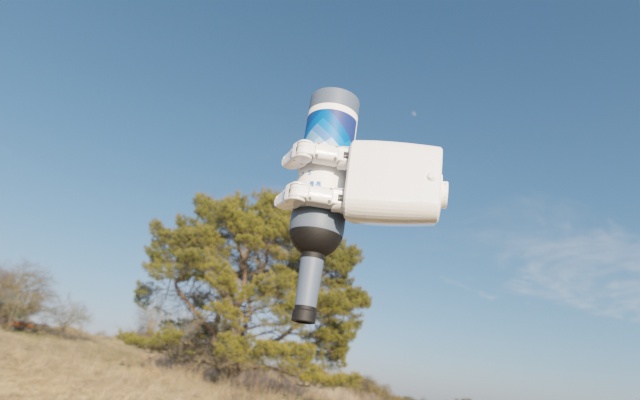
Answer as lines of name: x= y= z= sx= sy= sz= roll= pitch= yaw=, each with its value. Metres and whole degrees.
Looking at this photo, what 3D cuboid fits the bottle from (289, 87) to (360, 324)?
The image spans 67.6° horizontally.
bottle: x=0.000 y=0.002 z=0.592 sx=0.069 sy=0.295 sz=0.069 roll=7 pitch=-21 yaw=3
